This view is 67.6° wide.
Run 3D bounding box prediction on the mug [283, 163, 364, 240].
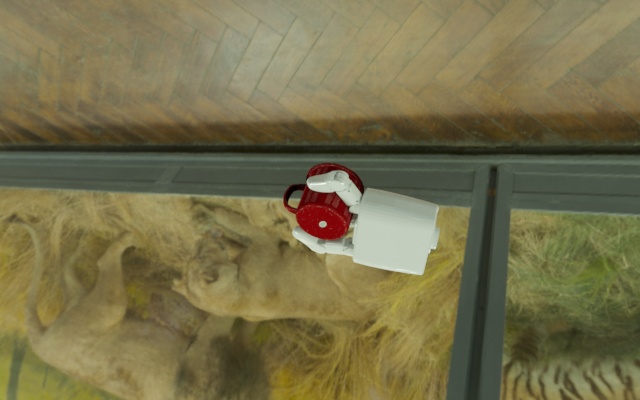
[{"bbox_3d":[-0.001,0.002,0.718,0.117,0.081,0.093,11,-40,12],"label":"mug"}]
